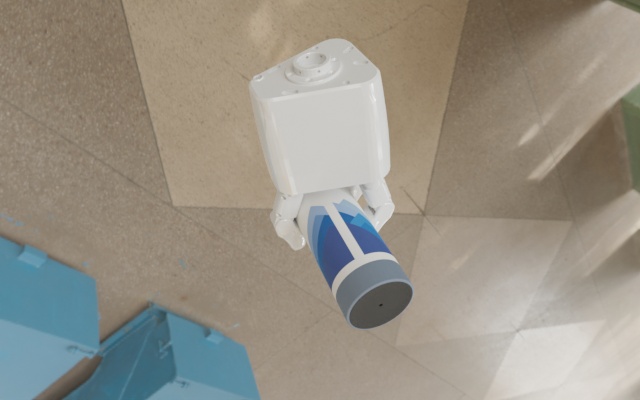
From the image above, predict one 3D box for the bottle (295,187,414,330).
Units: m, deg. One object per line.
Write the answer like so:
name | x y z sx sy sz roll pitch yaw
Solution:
bottle | 0.000 0.002 0.521 0.069 0.069 0.295 0 38 -27
